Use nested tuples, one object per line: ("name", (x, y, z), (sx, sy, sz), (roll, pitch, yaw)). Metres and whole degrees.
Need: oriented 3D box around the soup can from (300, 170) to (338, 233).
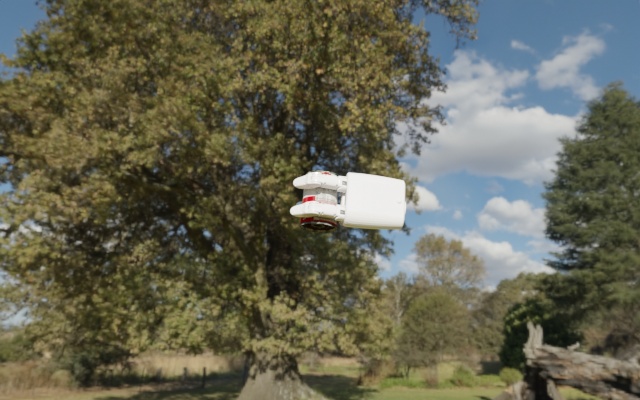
("soup can", (0.000, 0.003, 0.888), (0.068, 0.102, 0.068), (4, -18, 1))
